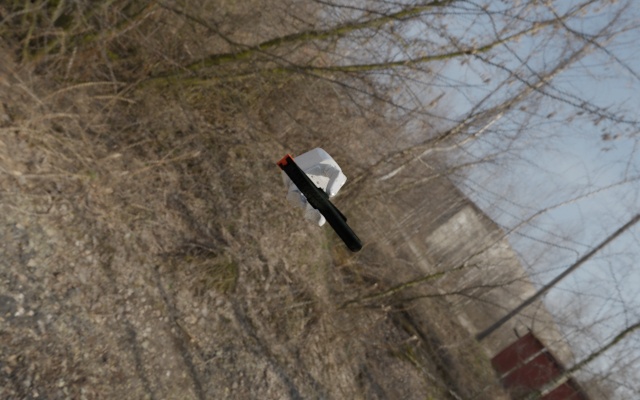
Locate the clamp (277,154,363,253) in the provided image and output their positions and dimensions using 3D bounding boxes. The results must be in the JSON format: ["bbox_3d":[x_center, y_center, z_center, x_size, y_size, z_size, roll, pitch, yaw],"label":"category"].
[{"bbox_3d":[0.000,0.002,0.882,0.036,0.210,0.164,-41,24,3],"label":"clamp"}]
